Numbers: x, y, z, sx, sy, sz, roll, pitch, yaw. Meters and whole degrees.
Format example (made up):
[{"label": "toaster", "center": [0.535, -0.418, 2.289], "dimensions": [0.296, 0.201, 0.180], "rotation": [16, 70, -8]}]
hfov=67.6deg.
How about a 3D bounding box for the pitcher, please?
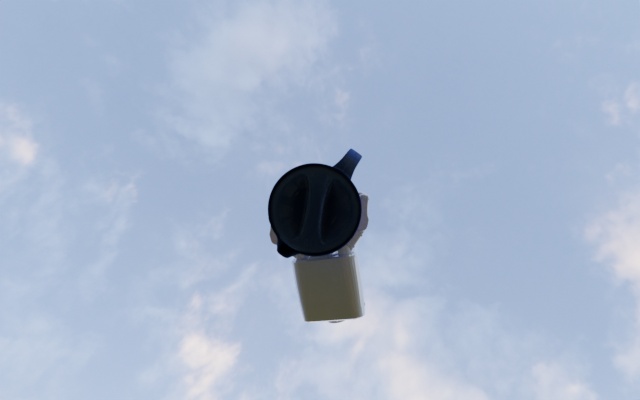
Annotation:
[{"label": "pitcher", "center": [0.000, 0.003, 0.787], "dimensions": [0.149, 0.145, 0.243], "rotation": [-10, 1, 1]}]
